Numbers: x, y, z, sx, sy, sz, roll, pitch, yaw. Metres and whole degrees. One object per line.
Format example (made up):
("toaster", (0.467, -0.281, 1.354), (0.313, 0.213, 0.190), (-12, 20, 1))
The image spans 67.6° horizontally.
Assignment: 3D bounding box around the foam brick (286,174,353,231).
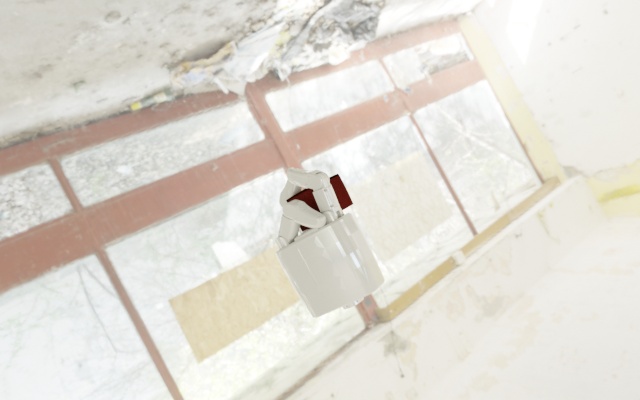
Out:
("foam brick", (0.000, 0.002, 0.683), (0.053, 0.051, 0.078), (-29, -1, 36))
